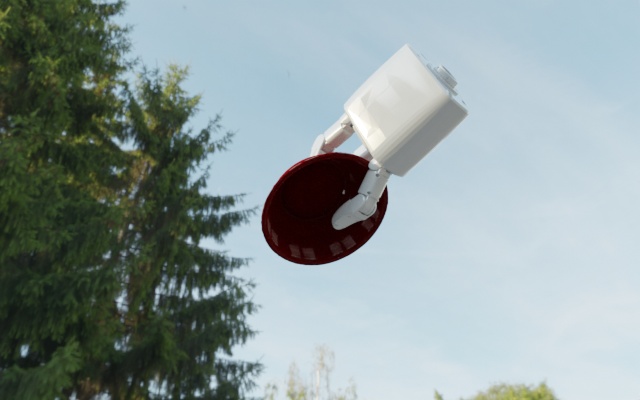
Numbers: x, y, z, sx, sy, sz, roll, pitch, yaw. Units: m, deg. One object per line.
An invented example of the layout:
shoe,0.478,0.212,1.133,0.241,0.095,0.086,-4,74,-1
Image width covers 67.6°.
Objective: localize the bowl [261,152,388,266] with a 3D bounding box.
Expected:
bowl,-0.001,0.003,0.594,0.162,0.162,0.055,0,31,-22
